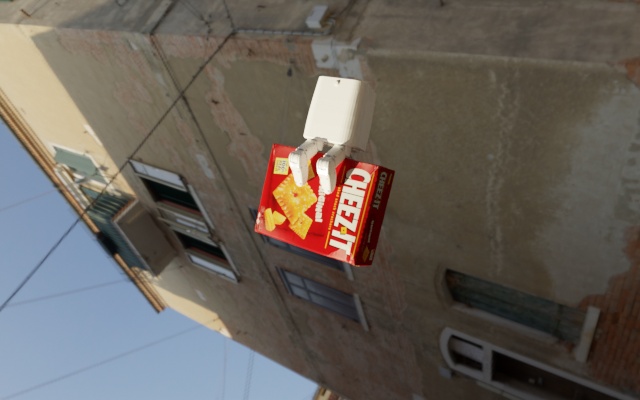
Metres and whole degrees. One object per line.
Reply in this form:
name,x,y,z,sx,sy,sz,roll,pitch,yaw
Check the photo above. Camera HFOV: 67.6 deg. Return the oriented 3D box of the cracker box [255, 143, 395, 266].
cracker box,0.000,0.003,0.813,0.213,0.164,0.072,15,4,32
